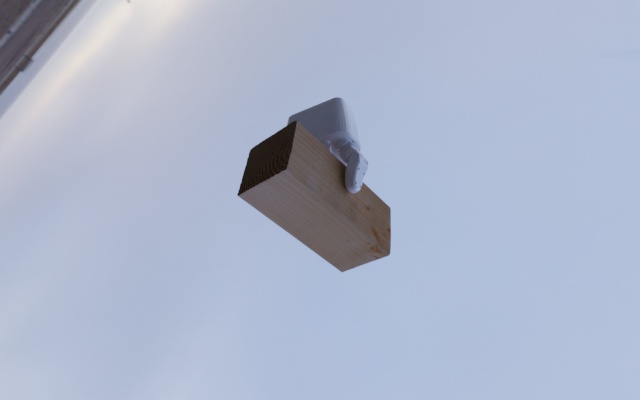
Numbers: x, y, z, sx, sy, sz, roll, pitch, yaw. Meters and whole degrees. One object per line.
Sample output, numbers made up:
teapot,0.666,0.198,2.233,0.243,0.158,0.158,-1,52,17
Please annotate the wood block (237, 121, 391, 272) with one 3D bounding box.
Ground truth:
wood block,0.000,0.002,0.651,0.091,0.090,0.206,-26,-51,34
